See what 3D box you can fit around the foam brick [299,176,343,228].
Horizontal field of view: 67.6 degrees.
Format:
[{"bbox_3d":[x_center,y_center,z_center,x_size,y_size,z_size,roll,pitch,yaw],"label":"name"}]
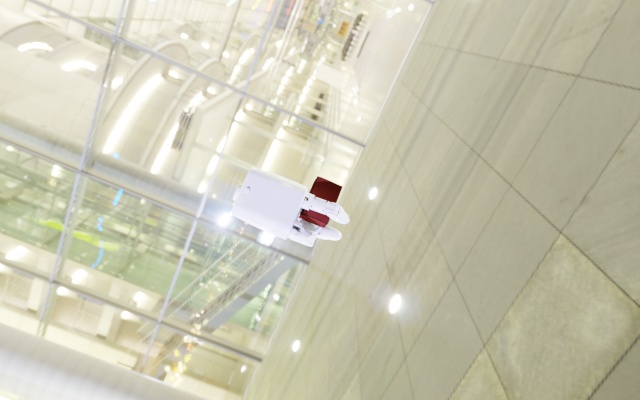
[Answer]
[{"bbox_3d":[0.000,0.003,0.871,0.051,0.078,0.053,23,-14,-3],"label":"foam brick"}]
